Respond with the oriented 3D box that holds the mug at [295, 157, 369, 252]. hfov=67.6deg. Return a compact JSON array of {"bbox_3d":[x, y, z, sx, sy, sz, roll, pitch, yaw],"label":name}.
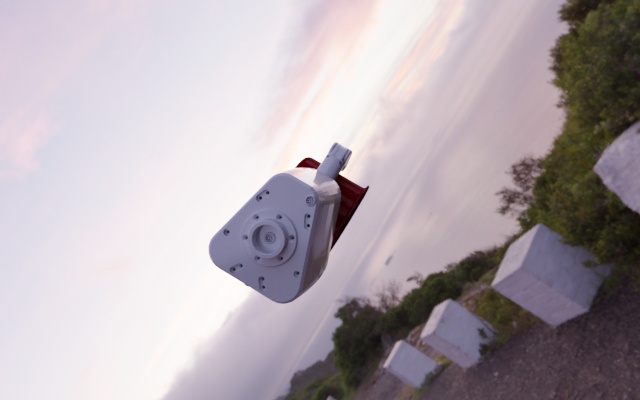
[{"bbox_3d":[0.000,0.002,0.567,0.081,0.093,0.117,31,7,6],"label":"mug"}]
